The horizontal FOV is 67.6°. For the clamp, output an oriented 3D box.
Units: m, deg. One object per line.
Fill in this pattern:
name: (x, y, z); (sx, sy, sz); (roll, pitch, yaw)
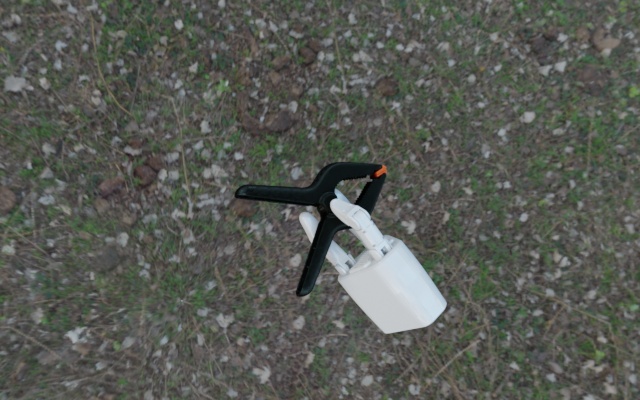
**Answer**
clamp: (0.001, 0.002, 0.646); (0.210, 0.164, 0.036); (-40, 8, -20)
